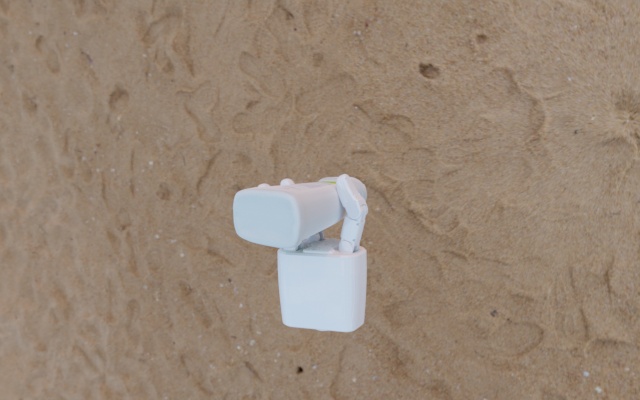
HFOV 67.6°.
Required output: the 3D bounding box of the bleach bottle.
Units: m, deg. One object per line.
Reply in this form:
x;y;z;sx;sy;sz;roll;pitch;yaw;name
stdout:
0.000;0.002;0.650;0.102;0.068;0.251;6;12;32;bleach bottle
